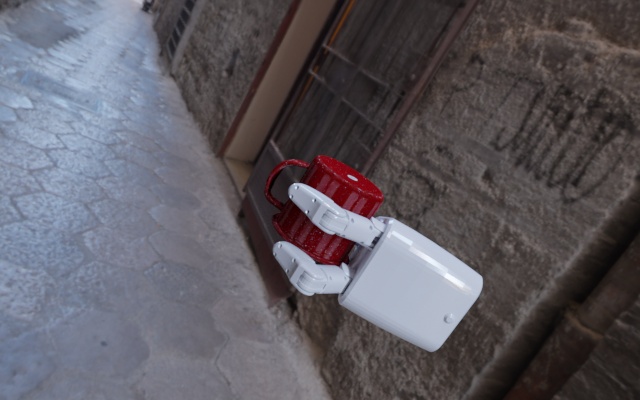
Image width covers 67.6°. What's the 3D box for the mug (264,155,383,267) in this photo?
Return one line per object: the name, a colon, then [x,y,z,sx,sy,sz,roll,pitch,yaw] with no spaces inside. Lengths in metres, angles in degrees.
mug: [-0.001,0.001,0.484,0.117,0.081,0.093,31,15,-2]
